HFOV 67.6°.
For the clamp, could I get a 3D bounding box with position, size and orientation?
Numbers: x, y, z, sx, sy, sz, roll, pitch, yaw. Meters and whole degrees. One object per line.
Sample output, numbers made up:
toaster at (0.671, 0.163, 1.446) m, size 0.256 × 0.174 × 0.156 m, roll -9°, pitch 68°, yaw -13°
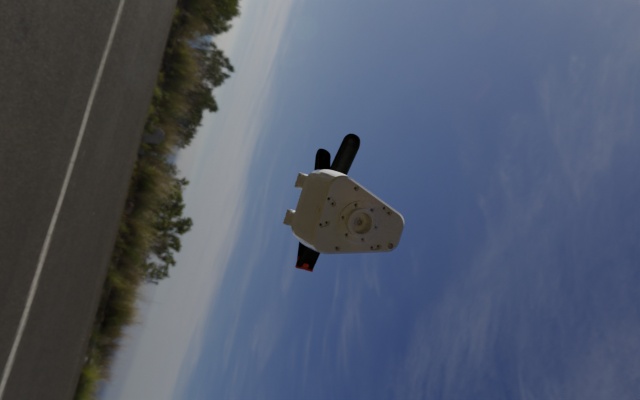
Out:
clamp at (0.001, 0.003, 0.737) m, size 0.036 × 0.210 × 0.164 m, roll 16°, pitch 1°, yaw -14°
